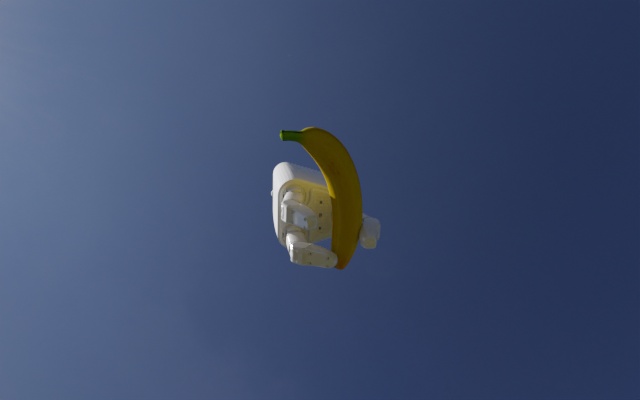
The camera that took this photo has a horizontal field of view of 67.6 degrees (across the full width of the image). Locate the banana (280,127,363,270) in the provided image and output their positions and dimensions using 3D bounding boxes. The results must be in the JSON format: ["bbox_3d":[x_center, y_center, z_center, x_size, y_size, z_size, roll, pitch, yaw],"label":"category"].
[{"bbox_3d":[0.016,-0.009,0.559,0.069,0.198,0.037,-26,28,-8],"label":"banana"}]
